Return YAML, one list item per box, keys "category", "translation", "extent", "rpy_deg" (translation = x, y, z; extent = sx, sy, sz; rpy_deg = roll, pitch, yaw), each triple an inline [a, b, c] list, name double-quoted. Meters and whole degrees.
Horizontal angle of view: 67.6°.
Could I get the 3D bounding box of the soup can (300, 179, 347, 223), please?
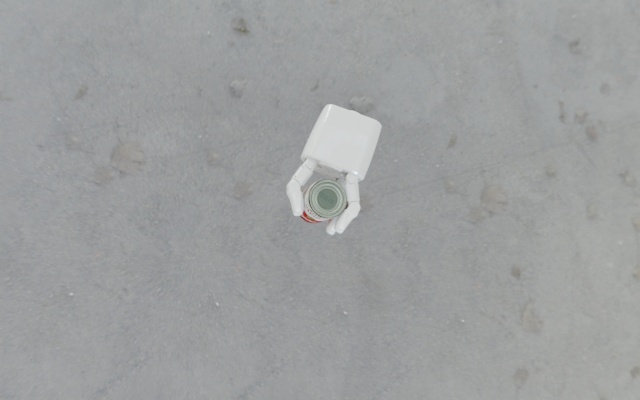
- category: "soup can"
  translation: [0.000, 0.003, 0.836]
  extent: [0.068, 0.068, 0.102]
  rpy_deg: [0, -7, -15]
